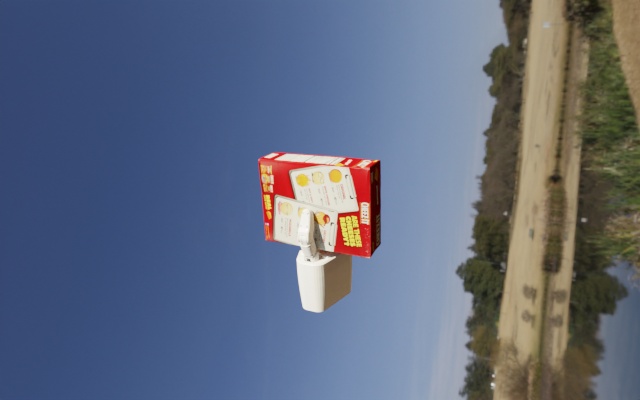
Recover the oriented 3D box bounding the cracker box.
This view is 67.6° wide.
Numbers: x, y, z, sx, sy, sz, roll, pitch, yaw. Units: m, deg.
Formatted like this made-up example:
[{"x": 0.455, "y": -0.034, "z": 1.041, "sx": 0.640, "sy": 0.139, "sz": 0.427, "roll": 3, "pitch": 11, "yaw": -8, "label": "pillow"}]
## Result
[{"x": 0.000, "y": 0.003, "z": 0.865, "sx": 0.213, "sy": 0.164, "sz": 0.072, "roll": 7, "pitch": 22, "yaw": 24, "label": "cracker box"}]
